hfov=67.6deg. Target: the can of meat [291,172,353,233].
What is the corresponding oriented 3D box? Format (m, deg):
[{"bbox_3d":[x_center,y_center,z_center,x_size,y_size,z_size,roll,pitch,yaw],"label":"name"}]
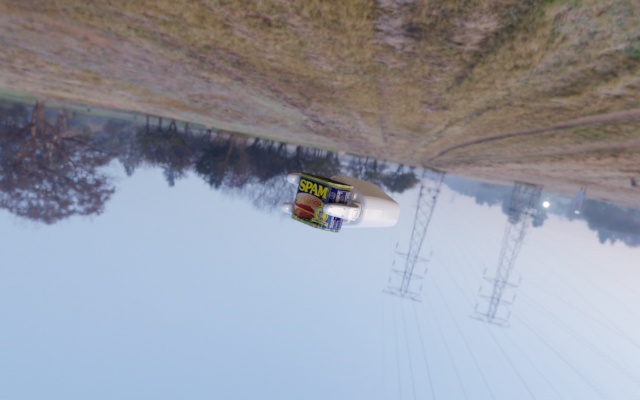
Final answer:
[{"bbox_3d":[0.000,0.003,0.839,0.102,0.084,0.057,20,10,42],"label":"can of meat"}]
